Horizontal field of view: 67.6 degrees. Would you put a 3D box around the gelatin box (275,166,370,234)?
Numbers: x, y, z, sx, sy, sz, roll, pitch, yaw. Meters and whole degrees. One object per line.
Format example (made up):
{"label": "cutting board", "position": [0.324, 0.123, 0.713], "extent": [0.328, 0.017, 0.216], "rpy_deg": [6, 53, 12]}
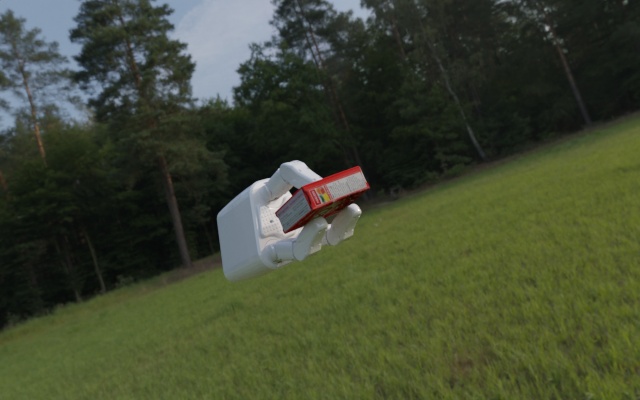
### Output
{"label": "gelatin box", "position": [0.000, 0.001, 0.513], "extent": [0.073, 0.030, 0.089], "rpy_deg": [-20, -11, -29]}
